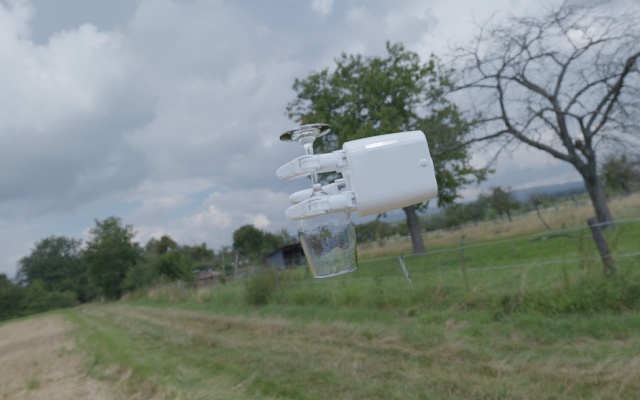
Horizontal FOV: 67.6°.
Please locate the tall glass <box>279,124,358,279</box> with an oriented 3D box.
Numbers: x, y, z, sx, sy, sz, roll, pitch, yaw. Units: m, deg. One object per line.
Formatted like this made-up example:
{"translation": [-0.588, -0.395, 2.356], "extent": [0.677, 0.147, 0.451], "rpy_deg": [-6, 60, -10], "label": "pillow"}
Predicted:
{"translation": [0.000, 0.002, 0.654], "extent": [0.079, 0.201, 0.079], "rpy_deg": [-12, -6, -1], "label": "tall glass"}
